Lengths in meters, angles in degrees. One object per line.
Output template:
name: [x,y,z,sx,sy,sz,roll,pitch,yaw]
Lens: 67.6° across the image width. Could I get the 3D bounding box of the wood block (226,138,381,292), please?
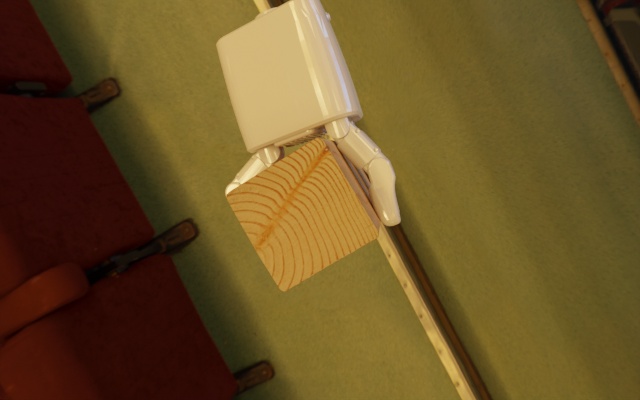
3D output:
wood block: [0.000,0.001,0.460,0.091,0.090,0.206,-31,1,10]
